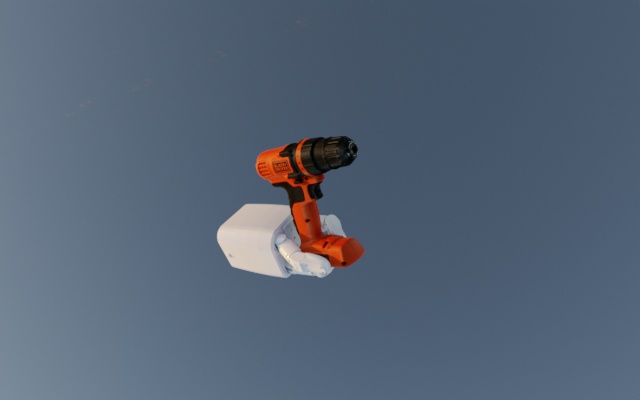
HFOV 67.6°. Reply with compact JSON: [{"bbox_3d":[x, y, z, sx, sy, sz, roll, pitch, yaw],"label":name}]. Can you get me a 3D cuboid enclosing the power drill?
[{"bbox_3d":[0.000,0.003,0.688,0.184,0.188,0.057,-4,19,46],"label":"power drill"}]
